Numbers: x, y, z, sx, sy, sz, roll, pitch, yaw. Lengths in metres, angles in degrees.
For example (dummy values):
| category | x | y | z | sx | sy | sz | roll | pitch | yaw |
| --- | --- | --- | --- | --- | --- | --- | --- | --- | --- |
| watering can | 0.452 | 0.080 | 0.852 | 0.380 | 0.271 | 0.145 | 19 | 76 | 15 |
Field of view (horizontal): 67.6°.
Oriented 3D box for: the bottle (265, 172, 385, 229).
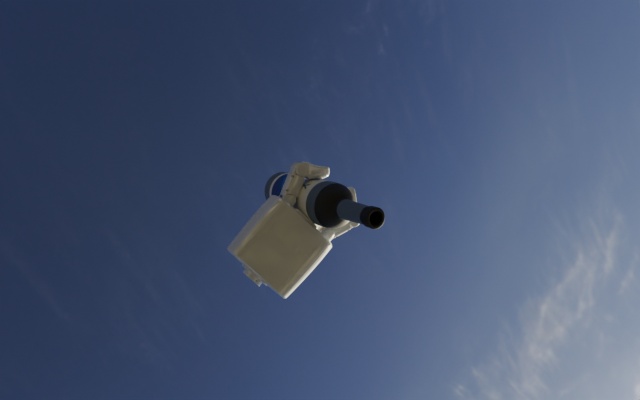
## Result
| category | x | y | z | sx | sy | sz | roll | pitch | yaw |
| --- | --- | --- | --- | --- | --- | --- | --- | --- | --- |
| bottle | 0.000 | 0.002 | 0.710 | 0.069 | 0.069 | 0.295 | 0 | 8 | -28 |
